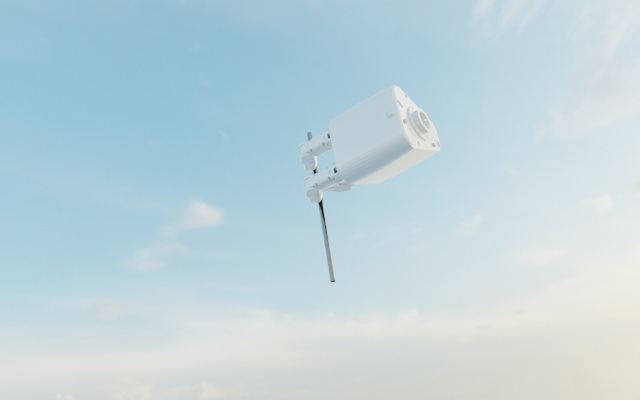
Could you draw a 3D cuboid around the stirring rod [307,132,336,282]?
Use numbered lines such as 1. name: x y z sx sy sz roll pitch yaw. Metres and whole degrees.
1. stirring rod: 0.000 0.002 0.700 0.011 0.239 0.011 -8 -24 -3
